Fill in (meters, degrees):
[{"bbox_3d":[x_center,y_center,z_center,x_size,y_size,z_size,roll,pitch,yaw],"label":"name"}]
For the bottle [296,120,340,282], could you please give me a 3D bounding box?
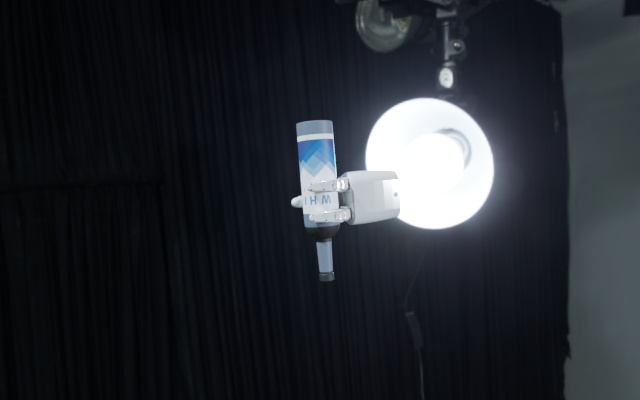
[{"bbox_3d":[0.000,0.003,0.889,0.069,0.296,0.069,-5,2,0],"label":"bottle"}]
